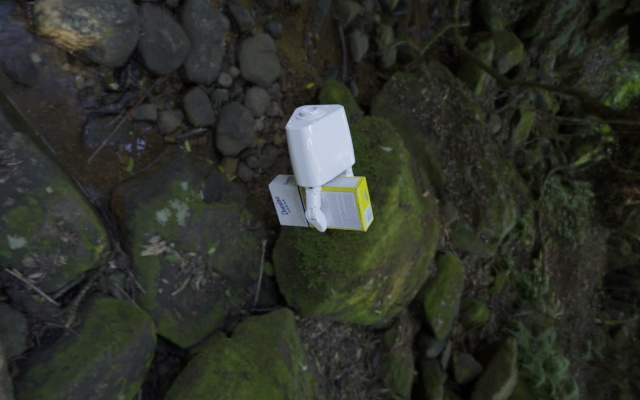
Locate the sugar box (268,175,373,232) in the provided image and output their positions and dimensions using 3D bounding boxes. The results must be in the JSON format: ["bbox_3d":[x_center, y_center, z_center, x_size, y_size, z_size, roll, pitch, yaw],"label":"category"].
[{"bbox_3d":[0.000,0.002,0.859,0.176,0.093,0.048,5,36,28],"label":"sugar box"}]
